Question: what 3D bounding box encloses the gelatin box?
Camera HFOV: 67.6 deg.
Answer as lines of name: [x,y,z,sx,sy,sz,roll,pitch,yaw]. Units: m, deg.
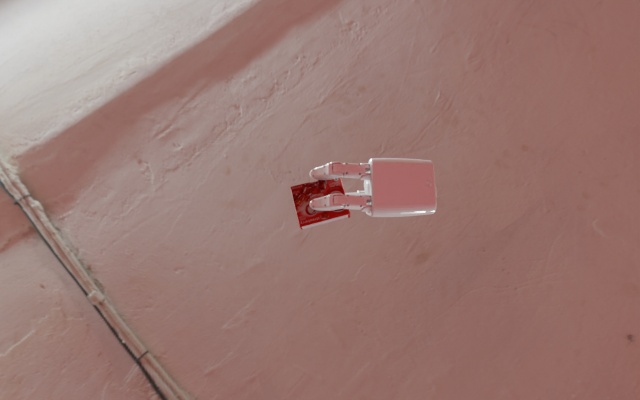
gelatin box: [0.000,0.003,0.813,0.089,0.073,0.030,-14,-14,1]
